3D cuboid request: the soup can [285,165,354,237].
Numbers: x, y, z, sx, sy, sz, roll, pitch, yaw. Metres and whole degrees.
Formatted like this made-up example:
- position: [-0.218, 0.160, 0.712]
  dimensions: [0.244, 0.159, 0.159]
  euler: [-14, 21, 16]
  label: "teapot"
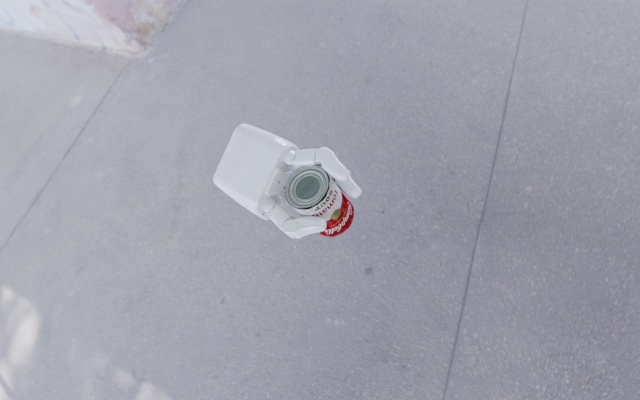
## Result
- position: [0.000, 0.002, 0.678]
  dimensions: [0.068, 0.068, 0.102]
  euler: [0, -25, 25]
  label: "soup can"
